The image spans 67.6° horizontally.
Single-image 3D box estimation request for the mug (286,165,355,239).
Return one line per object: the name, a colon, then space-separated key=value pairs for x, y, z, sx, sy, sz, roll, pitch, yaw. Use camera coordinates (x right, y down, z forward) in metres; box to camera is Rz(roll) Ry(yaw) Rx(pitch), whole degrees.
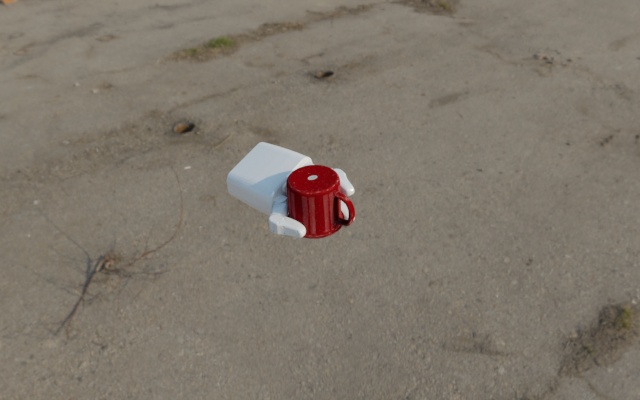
mug: x=0.001 y=0.003 z=0.730 sx=0.117 sy=0.082 sz=0.093 roll=22 pitch=43 yaw=29
